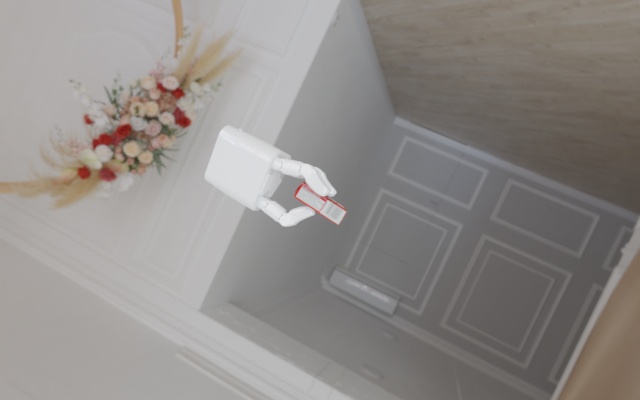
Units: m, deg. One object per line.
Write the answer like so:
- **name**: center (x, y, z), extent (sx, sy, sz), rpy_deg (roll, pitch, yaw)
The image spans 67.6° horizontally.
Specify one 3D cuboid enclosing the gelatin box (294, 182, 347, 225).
- **gelatin box**: center (0.000, 0.003, 0.801), extent (0.089, 0.030, 0.073), rpy_deg (33, 3, -1)
